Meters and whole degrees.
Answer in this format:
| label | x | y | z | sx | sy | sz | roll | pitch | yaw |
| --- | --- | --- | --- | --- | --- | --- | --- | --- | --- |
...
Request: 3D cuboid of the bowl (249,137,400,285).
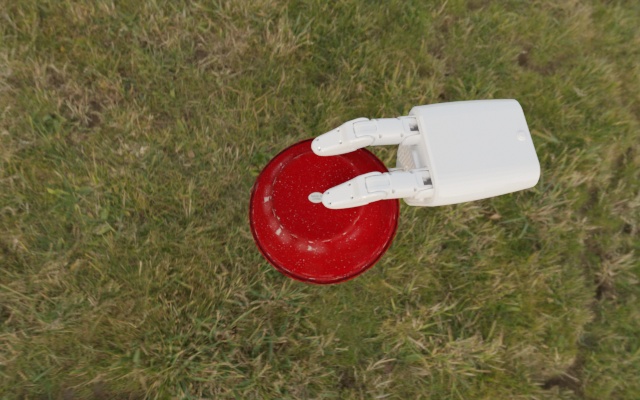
| label | x | y | z | sx | sy | sz | roll | pitch | yaw |
| --- | --- | --- | --- | --- | --- | --- | --- | --- | --- |
| bowl | -0.001 | 0.002 | 0.482 | 0.162 | 0.162 | 0.055 | 0 | -14 | 6 |
